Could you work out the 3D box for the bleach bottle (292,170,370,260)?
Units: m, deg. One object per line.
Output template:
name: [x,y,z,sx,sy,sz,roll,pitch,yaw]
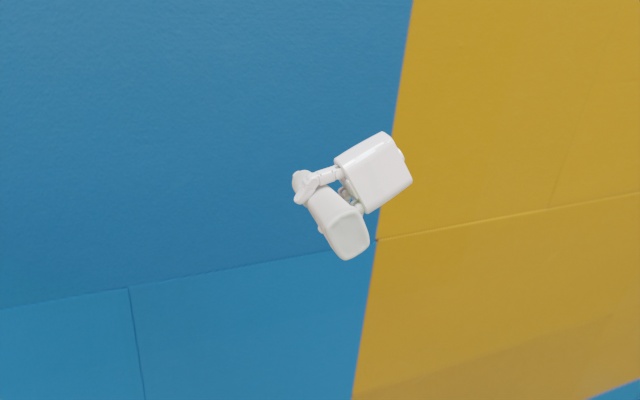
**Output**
bleach bottle: [0.000,0.003,0.887,0.068,0.103,0.250,-31,37,-7]
